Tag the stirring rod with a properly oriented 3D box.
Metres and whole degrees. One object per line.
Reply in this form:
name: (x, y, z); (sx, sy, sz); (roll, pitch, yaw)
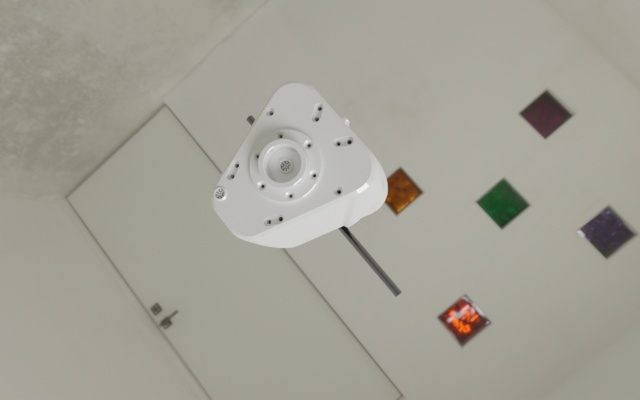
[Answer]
stirring rod: (0.000, 0.002, 0.488); (0.011, 0.239, 0.011); (-38, -11, -9)
